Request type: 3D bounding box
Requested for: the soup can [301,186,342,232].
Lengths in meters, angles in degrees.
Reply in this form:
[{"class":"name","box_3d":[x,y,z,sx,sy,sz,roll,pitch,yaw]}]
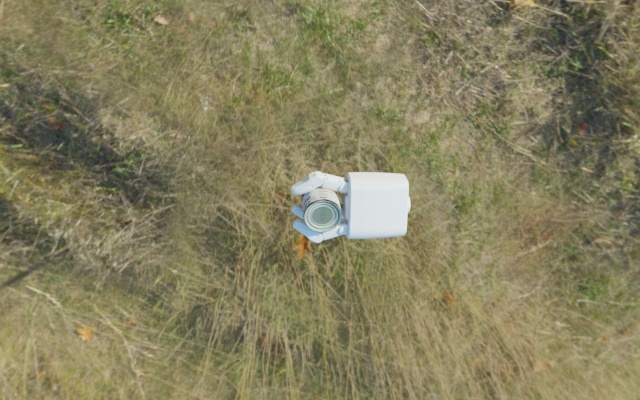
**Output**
[{"class":"soup can","box_3d":[0.000,0.003,0.856,0.068,0.068,0.102,0,30,-5]}]
